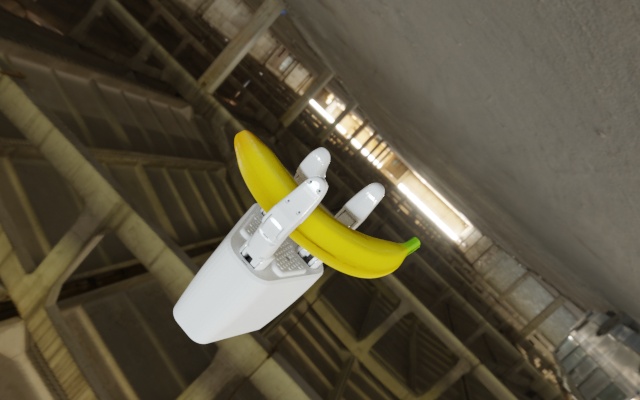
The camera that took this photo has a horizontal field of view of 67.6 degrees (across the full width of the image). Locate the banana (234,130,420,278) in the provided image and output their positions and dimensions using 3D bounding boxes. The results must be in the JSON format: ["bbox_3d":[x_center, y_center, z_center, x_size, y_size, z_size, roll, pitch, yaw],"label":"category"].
[{"bbox_3d":[-0.002,0.015,0.419,0.198,0.069,0.037,34,-49,-11],"label":"banana"}]
